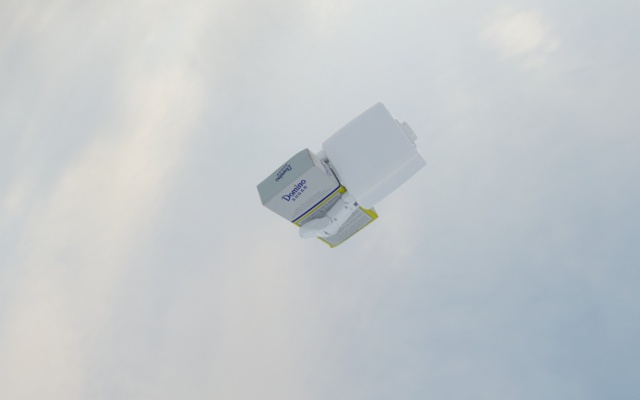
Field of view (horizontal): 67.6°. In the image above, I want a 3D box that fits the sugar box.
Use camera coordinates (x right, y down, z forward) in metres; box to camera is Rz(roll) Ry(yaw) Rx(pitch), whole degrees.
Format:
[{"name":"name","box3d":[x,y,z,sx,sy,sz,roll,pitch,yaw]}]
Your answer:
[{"name":"sugar box","box3d":[0.000,0.002,0.692,0.093,0.048,0.176,-36,-43,15]}]
